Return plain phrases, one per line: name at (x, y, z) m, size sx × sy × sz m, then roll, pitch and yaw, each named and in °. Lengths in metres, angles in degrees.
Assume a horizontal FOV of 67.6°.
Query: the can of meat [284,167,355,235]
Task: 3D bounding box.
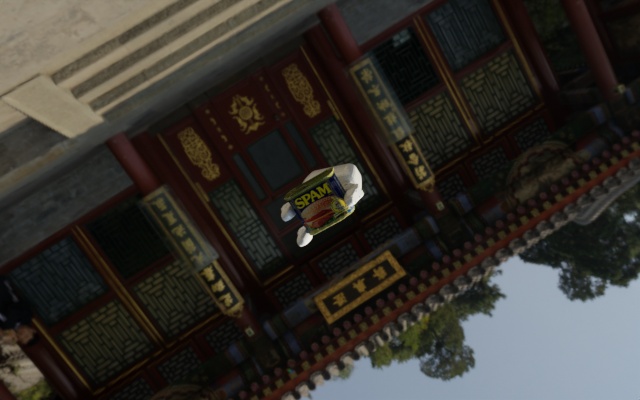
can of meat at (0.000, 0.003, 0.862) m, size 0.102 × 0.084 × 0.057 m, roll -29°, pitch 13°, yaw 12°
